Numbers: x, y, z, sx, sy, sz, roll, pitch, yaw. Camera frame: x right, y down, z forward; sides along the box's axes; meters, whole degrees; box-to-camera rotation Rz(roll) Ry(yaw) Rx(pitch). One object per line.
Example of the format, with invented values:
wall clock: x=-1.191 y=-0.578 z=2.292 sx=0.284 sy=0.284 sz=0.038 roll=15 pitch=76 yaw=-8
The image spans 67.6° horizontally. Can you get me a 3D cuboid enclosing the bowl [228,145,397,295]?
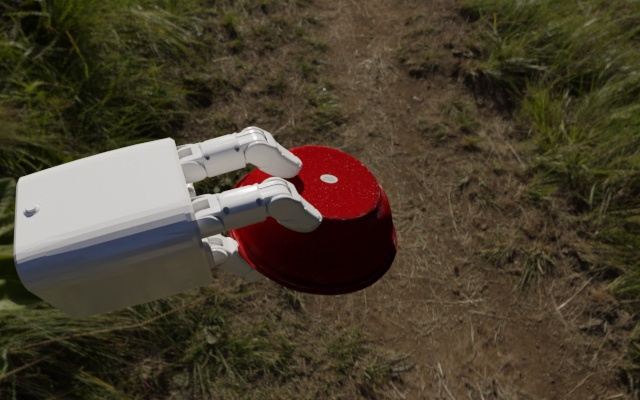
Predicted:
bowl: x=0.001 y=0.001 z=0.422 sx=0.162 sy=0.162 sz=0.055 roll=0 pitch=-44 yaw=-21
